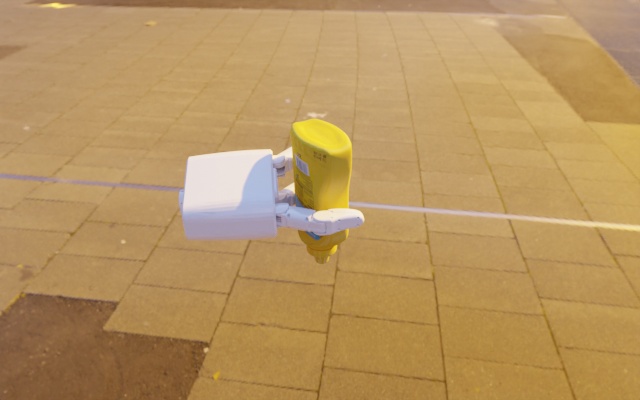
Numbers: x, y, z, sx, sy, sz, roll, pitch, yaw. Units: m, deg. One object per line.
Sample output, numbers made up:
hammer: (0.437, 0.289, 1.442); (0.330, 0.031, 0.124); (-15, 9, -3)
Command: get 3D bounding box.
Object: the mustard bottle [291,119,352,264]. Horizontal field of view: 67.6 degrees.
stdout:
mustard bottle: (0.000, 0.002, 0.602); (0.058, 0.192, 0.096); (-18, 37, -25)
